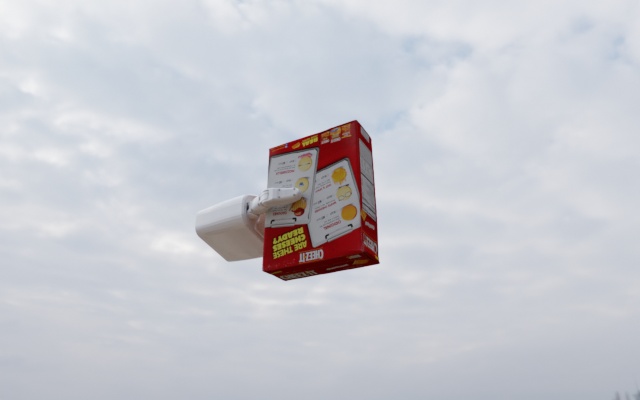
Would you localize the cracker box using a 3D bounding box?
[{"bbox_3d":[0.000,0.002,0.727,0.164,0.213,0.072,-15,-29,26],"label":"cracker box"}]
